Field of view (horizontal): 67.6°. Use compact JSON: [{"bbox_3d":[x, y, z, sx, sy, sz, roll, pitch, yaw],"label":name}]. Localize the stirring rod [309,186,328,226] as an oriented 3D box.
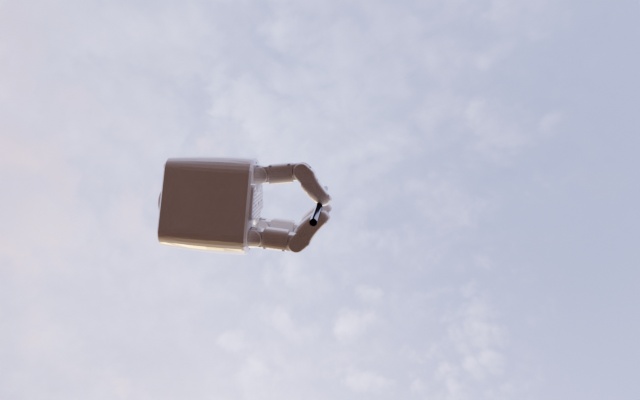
[{"bbox_3d":[0.000,0.002,0.593,0.011,0.011,0.239,0,10,4],"label":"stirring rod"}]
